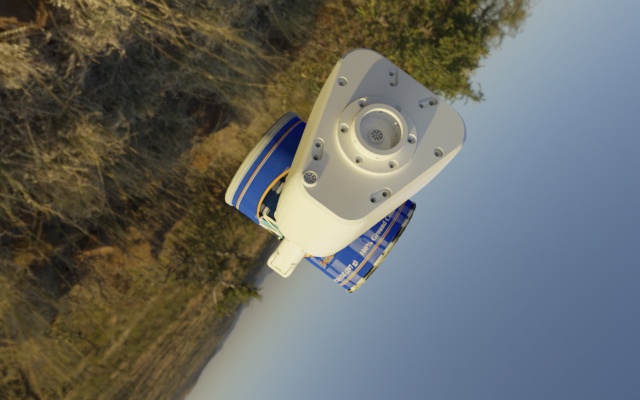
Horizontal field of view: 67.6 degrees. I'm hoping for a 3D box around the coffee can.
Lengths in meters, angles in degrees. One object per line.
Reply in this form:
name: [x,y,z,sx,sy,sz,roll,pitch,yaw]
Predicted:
coffee can: [0.000,0.001,0.438,0.140,0.103,0.103,37,0,1]
